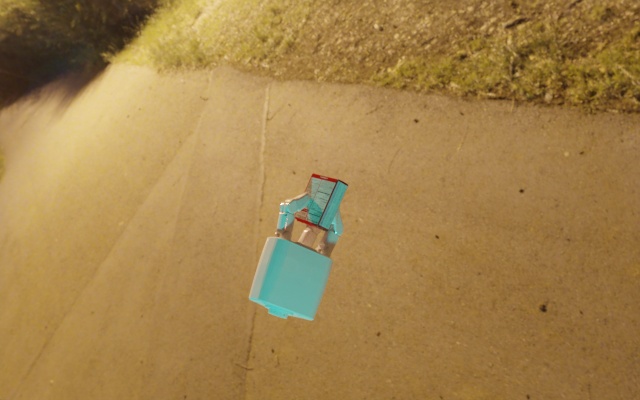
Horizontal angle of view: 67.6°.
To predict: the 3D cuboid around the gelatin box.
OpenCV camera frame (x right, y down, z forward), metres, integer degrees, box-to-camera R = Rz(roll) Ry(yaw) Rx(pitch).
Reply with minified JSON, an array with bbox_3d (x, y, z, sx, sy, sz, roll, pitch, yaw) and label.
[{"bbox_3d":[0.000,0.002,0.819,0.030,0.089,0.073,27,-6,-38],"label":"gelatin box"}]
